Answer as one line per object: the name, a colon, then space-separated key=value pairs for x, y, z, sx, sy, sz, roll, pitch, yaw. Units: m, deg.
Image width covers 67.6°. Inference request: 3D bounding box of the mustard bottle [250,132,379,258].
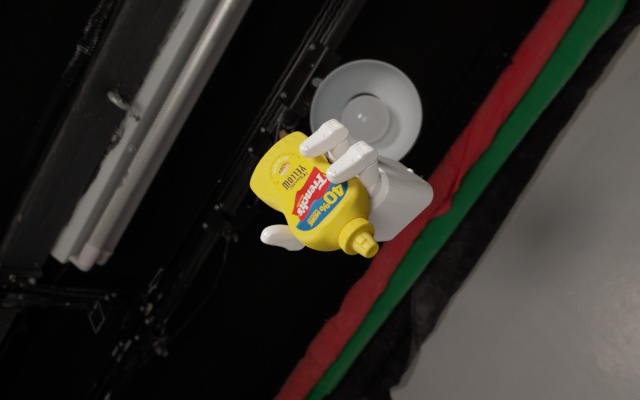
mustard bottle: x=0.000 y=0.002 z=0.549 sx=0.191 sy=0.096 sz=0.058 roll=43 pitch=0 yaw=39
